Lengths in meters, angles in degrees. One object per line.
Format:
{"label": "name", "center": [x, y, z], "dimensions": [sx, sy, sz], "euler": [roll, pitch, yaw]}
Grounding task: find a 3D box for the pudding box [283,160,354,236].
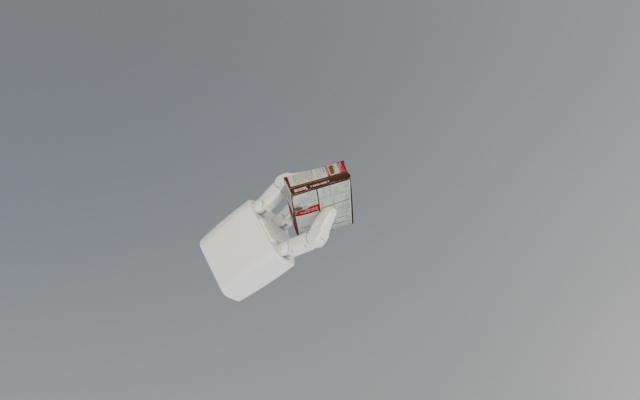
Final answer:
{"label": "pudding box", "center": [0.000, 0.002, 0.693], "dimensions": [0.090, 0.039, 0.114], "euler": [-17, -37, -8]}
